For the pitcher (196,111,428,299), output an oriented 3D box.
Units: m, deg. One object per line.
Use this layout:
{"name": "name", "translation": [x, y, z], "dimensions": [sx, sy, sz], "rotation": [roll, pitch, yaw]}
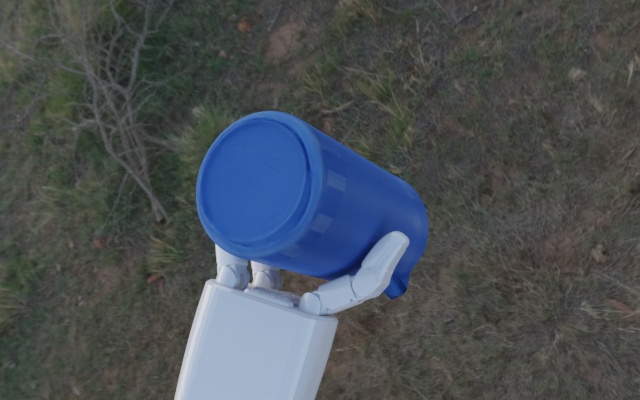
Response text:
{"name": "pitcher", "translation": [0.000, 0.002, 0.438], "dimensions": [0.149, 0.145, 0.243], "rotation": [16, -4, 28]}
